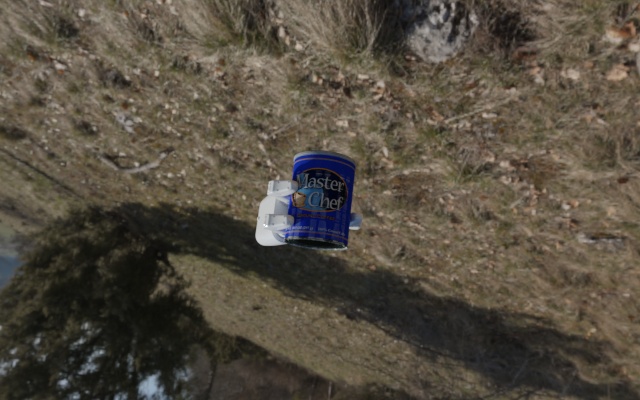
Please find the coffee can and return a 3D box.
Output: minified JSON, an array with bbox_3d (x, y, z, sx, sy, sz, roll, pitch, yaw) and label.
[{"bbox_3d":[0.000,0.002,0.766,0.103,0.140,0.103,6,-14,1],"label":"coffee can"}]
